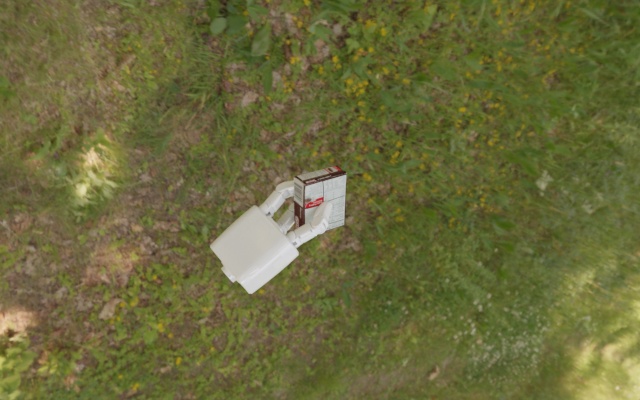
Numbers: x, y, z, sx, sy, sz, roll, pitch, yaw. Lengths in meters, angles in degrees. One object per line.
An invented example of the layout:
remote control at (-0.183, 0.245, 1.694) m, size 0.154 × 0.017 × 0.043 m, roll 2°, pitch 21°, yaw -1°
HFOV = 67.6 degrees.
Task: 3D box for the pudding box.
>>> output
pudding box at (0.000, 0.003, 0.845) m, size 0.090 × 0.114 × 0.039 m, roll -17°, pitch 36°, yaw -28°
